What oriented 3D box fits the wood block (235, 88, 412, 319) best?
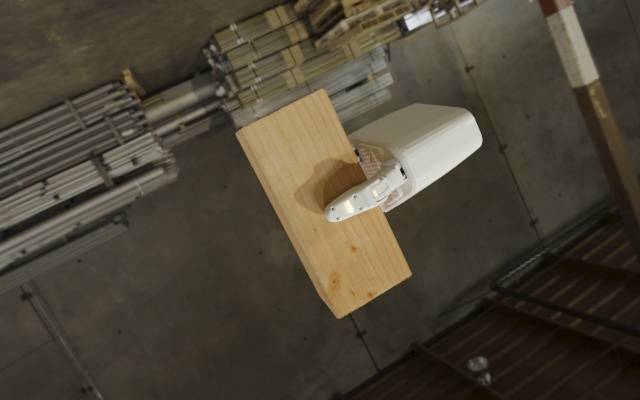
[{"bbox_3d":[0.001,0.002,0.496,0.090,0.206,0.091,-29,10,-10],"label":"wood block"}]
